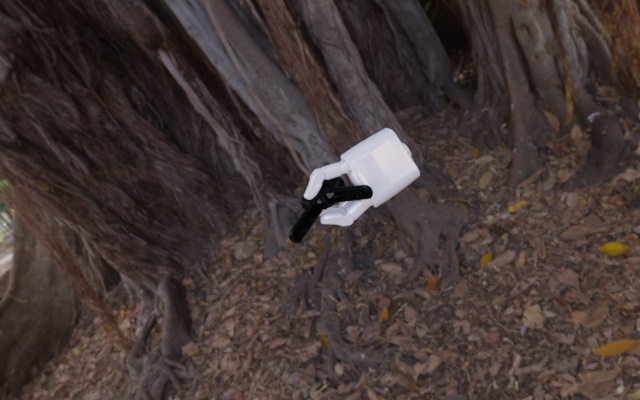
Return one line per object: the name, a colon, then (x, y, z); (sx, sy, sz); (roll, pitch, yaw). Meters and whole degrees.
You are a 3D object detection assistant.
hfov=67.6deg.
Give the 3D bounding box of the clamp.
clamp: (0.000, 0.002, 0.899); (0.164, 0.036, 0.210); (-33, 19, -2)
